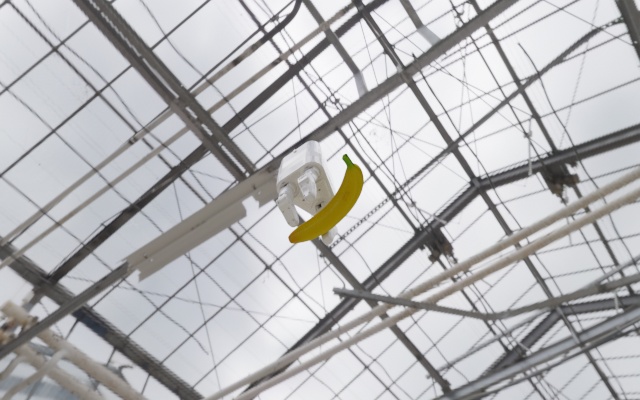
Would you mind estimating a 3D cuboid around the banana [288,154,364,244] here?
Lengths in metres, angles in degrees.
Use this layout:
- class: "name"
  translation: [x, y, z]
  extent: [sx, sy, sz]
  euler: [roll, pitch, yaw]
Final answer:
- class: "banana"
  translation: [0.018, 0.007, 0.796]
  extent: [0.069, 0.198, 0.037]
  euler: [24, 30, -17]
